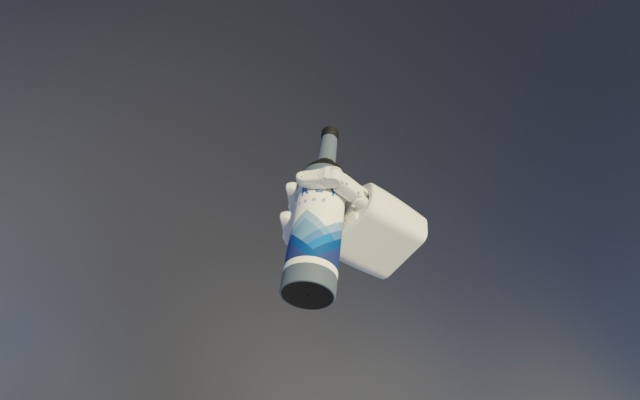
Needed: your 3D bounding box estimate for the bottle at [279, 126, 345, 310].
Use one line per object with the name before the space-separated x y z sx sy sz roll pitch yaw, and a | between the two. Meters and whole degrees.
bottle | 0.000 0.002 0.652 0.069 0.295 0.069 4 -42 4
